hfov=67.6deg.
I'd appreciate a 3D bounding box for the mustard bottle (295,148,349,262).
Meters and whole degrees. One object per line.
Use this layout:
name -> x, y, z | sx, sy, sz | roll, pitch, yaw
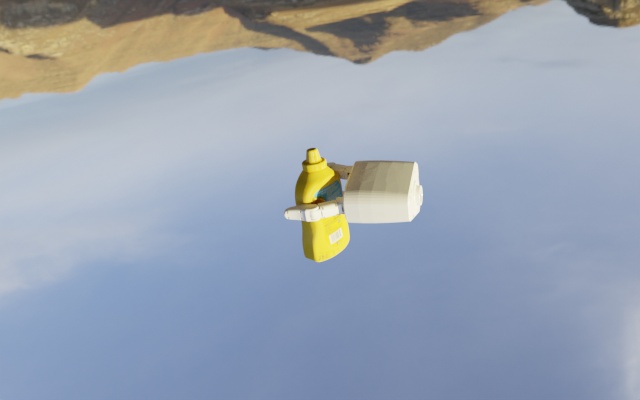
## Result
mustard bottle -> 0.000, 0.003, 0.821 | 0.058, 0.192, 0.096 | 14, 33, 41
